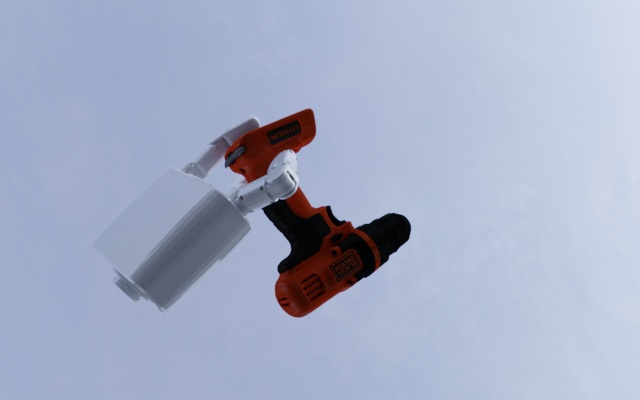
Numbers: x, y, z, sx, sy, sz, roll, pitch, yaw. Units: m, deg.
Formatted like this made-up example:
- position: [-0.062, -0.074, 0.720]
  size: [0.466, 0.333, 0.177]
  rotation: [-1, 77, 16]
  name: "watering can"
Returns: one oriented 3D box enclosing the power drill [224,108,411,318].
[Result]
- position: [0.000, 0.001, 0.501]
  size: [0.184, 0.187, 0.057]
  rotation: [-28, -1, -37]
  name: "power drill"
